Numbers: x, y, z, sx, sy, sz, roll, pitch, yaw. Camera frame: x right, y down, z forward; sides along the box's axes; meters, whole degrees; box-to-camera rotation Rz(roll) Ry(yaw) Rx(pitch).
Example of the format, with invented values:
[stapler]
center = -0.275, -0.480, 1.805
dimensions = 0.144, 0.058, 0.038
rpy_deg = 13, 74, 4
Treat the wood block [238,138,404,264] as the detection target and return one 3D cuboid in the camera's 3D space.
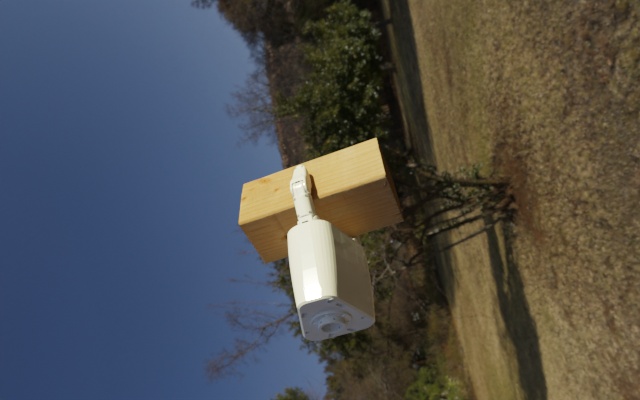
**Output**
[wood block]
center = 0.000, 0.002, 0.671
dimensions = 0.206, 0.091, 0.090
rpy_deg = -18, 38, 12
